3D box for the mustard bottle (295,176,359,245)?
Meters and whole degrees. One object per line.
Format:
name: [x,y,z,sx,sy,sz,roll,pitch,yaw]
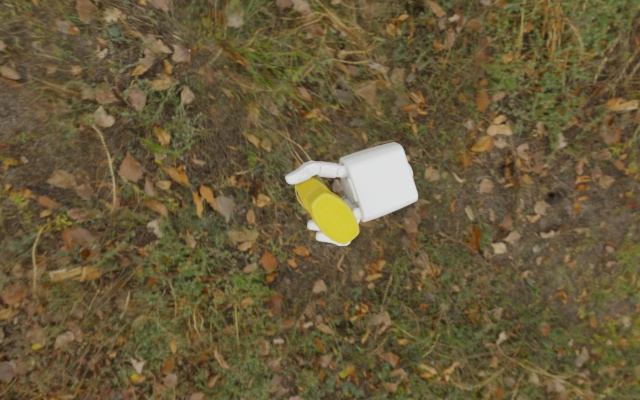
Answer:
mustard bottle: [0.000,0.003,0.818,0.058,0.096,0.191,-42,23,0]
